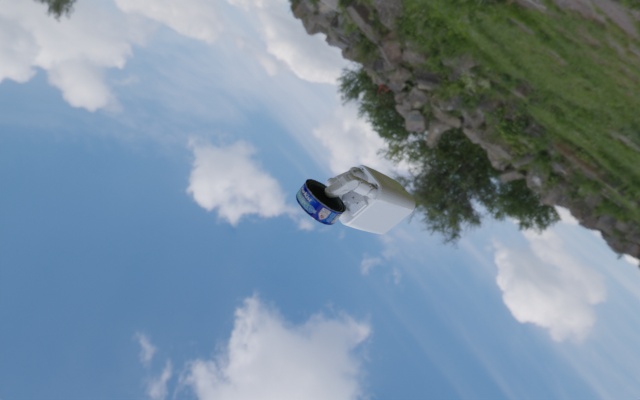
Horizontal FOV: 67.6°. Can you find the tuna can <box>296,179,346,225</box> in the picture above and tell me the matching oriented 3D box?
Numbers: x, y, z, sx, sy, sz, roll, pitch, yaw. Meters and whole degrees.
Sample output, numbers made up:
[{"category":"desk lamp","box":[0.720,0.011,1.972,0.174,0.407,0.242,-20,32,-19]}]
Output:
[{"category":"tuna can","box":[0.000,0.003,0.827,0.086,0.034,0.086,33,20,-14]}]
